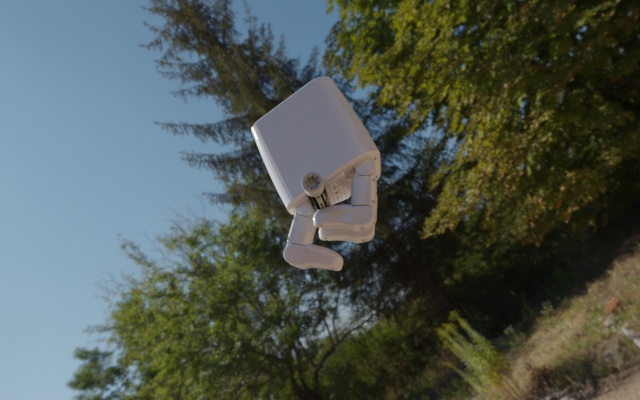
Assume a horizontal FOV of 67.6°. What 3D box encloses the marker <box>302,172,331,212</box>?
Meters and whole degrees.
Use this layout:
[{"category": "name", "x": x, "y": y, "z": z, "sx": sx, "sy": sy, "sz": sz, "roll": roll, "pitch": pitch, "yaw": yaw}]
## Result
[{"category": "marker", "x": 0.000, "y": 0.002, "z": 0.475, "sx": 0.020, "sy": 0.020, "sz": 0.121, "roll": 0, "pitch": -17, "yaw": 8}]
